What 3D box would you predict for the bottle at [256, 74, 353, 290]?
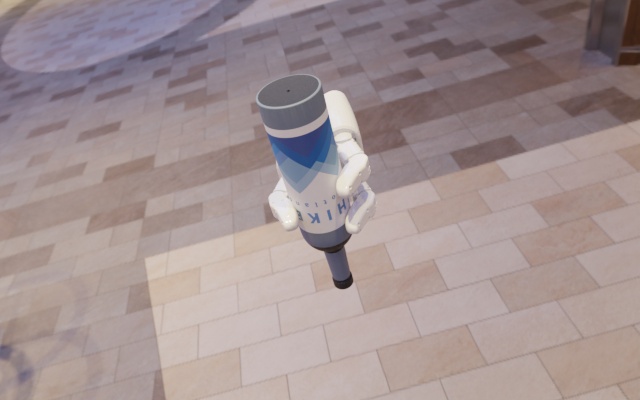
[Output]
[{"bbox_3d":[0.000,0.002,0.559,0.069,0.296,0.069,-10,40,8],"label":"bottle"}]
